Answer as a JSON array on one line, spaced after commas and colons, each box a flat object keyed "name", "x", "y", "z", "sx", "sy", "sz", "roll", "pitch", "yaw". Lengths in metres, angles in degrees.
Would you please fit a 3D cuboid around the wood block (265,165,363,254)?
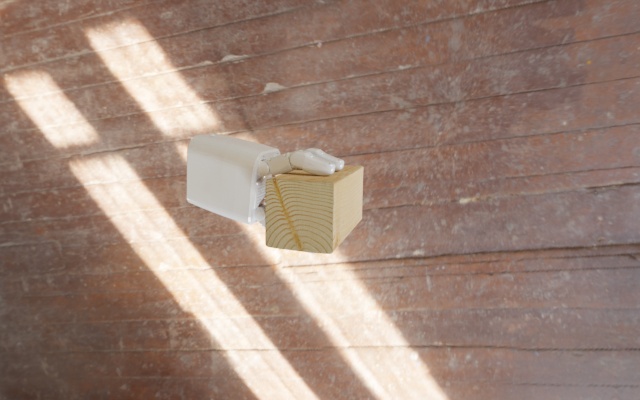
[{"name": "wood block", "x": 0.000, "y": 0.003, "z": 0.682, "sx": 0.090, "sy": 0.091, "sz": 0.206, "roll": 4, "pitch": 11, "yaw": 15}]
